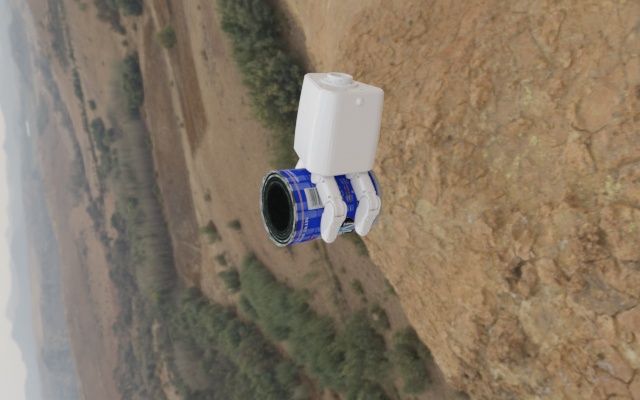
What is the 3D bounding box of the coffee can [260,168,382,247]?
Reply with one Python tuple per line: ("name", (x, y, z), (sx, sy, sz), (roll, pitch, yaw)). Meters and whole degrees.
("coffee can", (0.000, 0.002, 0.669), (0.140, 0.103, 0.103), (-9, 5, -32))
